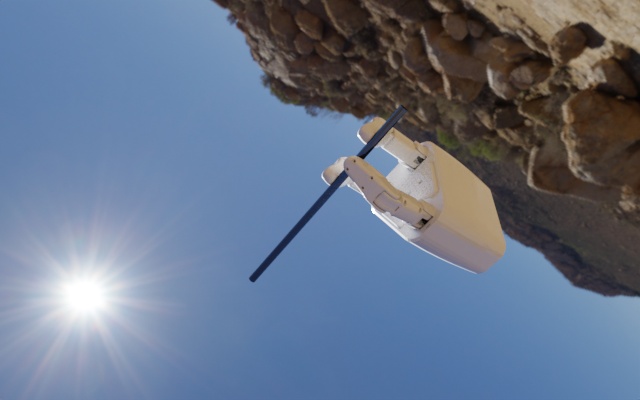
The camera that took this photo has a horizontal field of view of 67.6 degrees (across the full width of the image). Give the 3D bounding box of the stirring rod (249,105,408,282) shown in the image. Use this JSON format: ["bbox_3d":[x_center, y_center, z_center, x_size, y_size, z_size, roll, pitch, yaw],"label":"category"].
[{"bbox_3d":[0.000,0.002,0.466,0.239,0.011,0.011,-49,-24,23],"label":"stirring rod"}]
